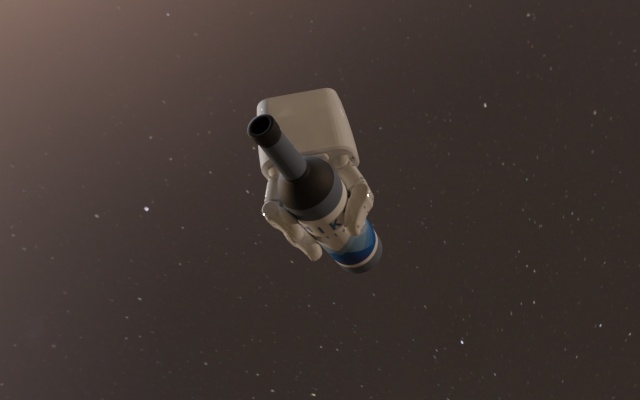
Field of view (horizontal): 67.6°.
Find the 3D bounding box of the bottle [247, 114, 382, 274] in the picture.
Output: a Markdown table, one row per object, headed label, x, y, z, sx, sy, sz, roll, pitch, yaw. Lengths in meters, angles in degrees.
| label | x | y | z | sx | sy | sz | roll | pitch | yaw |
| --- | --- | --- | --- | --- | --- | --- | --- | --- | --- |
| bottle | 0.000 | 0.002 | 0.545 | 0.069 | 0.069 | 0.296 | 0 | -28 | 24 |
